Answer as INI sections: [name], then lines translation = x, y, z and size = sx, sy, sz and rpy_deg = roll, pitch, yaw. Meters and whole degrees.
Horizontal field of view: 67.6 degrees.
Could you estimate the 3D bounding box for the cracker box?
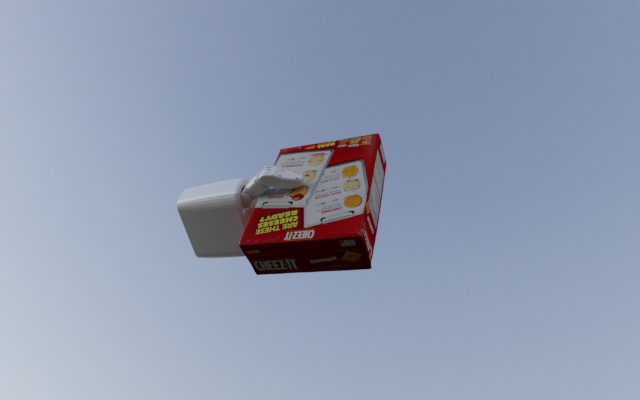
[cracker box]
translation = 0.000, 0.002, 0.672
size = 0.164, 0.072, 0.213
rpy_deg = -6, 40, 20
